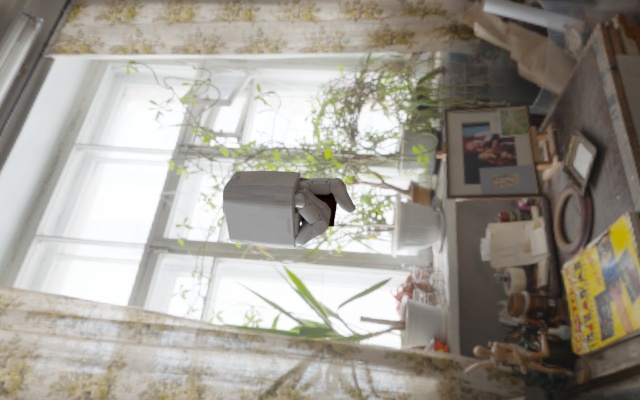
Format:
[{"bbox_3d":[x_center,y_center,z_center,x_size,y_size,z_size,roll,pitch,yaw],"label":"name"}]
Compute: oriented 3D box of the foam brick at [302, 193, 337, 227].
[{"bbox_3d":[0.000,0.003,0.778,0.051,0.053,0.078,3,22,5],"label":"foam brick"}]
